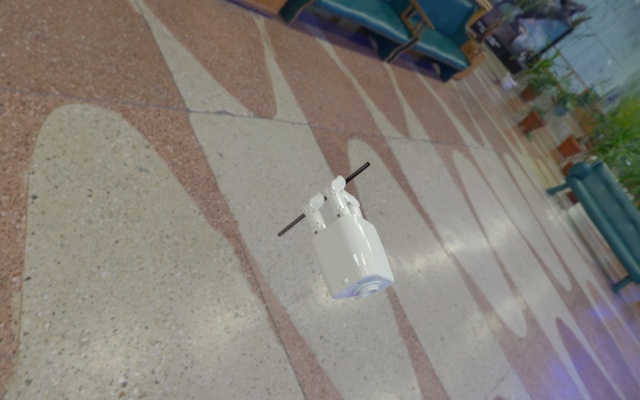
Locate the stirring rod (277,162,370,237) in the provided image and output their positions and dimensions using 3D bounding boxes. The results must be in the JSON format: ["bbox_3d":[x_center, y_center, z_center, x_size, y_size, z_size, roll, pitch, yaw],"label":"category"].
[{"bbox_3d":[0.000,0.003,0.854,0.240,0.011,0.011,-39,-23,32],"label":"stirring rod"}]
